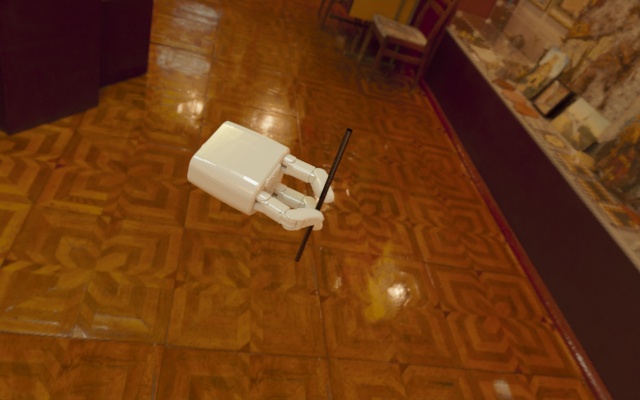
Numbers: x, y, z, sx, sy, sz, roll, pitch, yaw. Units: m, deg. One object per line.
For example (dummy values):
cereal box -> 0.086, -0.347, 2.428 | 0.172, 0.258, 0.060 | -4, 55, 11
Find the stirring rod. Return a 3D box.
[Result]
stirring rod -> 0.000, 0.002, 0.665 | 0.011, 0.240, 0.011 | 14, 37, -11
